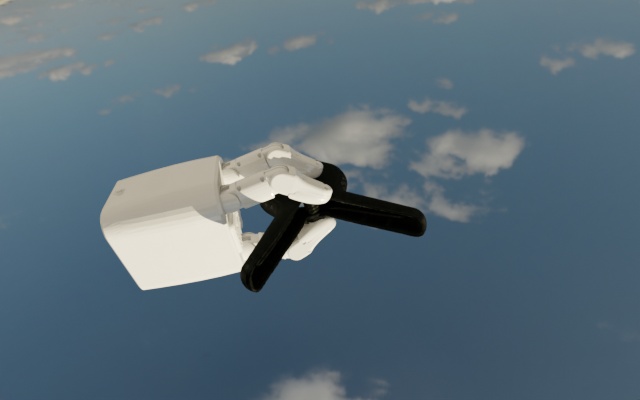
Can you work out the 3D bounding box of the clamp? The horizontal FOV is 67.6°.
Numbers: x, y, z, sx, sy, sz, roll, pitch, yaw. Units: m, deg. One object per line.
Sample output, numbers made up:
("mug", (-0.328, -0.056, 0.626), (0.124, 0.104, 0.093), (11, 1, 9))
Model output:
("clamp", (0.000, 0.002, 0.477), (0.164, 0.036, 0.210), (-13, 30, -2))
